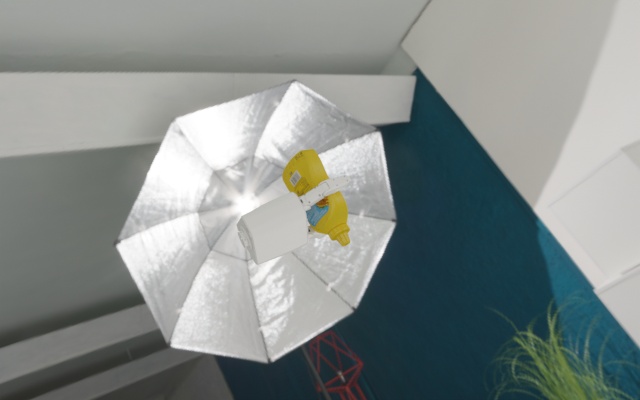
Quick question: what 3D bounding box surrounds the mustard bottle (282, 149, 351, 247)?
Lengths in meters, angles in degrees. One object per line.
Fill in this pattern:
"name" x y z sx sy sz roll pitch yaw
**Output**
"mustard bottle" 0.000 0.003 0.899 0.058 0.191 0.096 -12 -28 -42
